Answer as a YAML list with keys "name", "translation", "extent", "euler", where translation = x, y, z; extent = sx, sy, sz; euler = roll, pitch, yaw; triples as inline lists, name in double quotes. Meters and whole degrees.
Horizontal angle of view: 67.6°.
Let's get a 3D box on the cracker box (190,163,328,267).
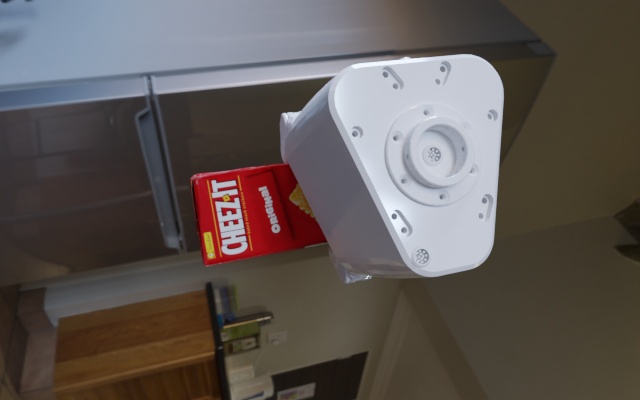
- name: "cracker box"
  translation: [0.000, 0.002, 0.420]
  extent: [0.213, 0.072, 0.164]
  euler: [-9, -3, -14]
